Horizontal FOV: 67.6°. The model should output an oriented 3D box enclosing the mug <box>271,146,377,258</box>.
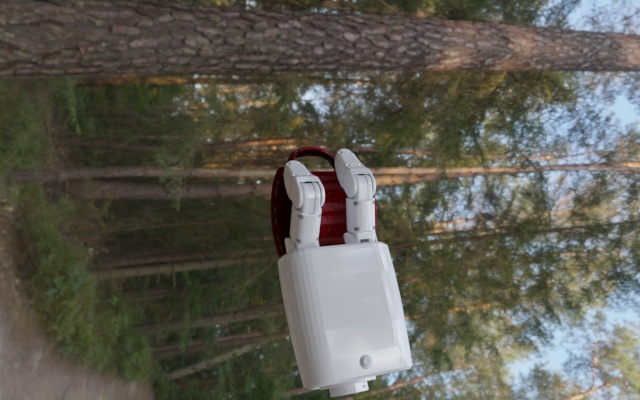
[{"bbox_3d":[0.000,0.000,0.469,0.081,0.117,0.093,-3,-22,-20],"label":"mug"}]
